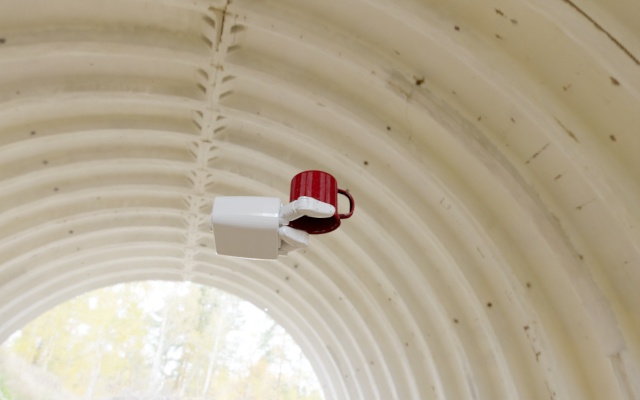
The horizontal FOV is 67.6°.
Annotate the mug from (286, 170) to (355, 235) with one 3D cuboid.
[{"bbox_3d":[0.002,0.003,0.809,0.117,0.081,0.093,3,-29,-3],"label":"mug"}]
